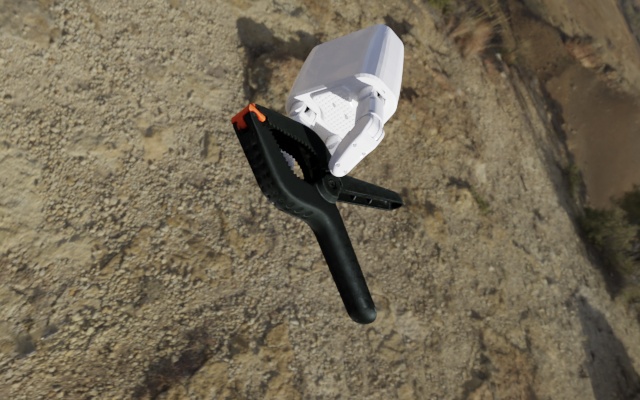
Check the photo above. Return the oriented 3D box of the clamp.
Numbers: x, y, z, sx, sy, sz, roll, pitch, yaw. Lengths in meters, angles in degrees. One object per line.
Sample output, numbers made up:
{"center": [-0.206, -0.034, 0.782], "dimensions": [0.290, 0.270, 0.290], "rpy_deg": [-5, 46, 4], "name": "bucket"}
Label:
{"center": [0.000, 0.001, 0.433], "dimensions": [0.036, 0.164, 0.210], "rpy_deg": [-27, -56, 37], "name": "clamp"}
